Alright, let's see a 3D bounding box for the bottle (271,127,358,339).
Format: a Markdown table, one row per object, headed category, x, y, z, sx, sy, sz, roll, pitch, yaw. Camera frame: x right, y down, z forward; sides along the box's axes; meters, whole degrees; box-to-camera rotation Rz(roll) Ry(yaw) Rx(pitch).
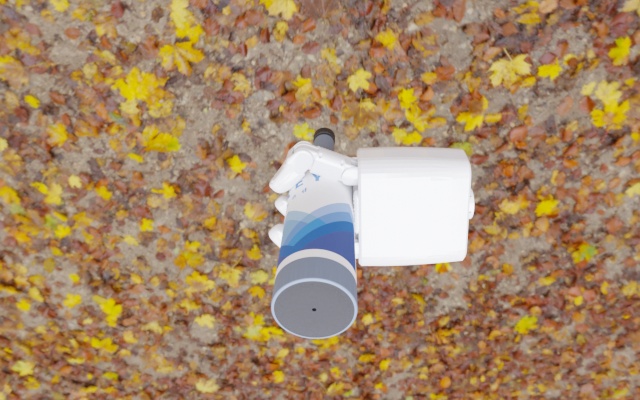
| category | x | y | z | sx | sy | sz | roll | pitch | yaw |
| --- | --- | --- | --- | --- | --- | --- | --- | --- | --- |
| bottle | 0.000 | 0.002 | 0.485 | 0.069 | 0.069 | 0.295 | 0 | 34 | 2 |
